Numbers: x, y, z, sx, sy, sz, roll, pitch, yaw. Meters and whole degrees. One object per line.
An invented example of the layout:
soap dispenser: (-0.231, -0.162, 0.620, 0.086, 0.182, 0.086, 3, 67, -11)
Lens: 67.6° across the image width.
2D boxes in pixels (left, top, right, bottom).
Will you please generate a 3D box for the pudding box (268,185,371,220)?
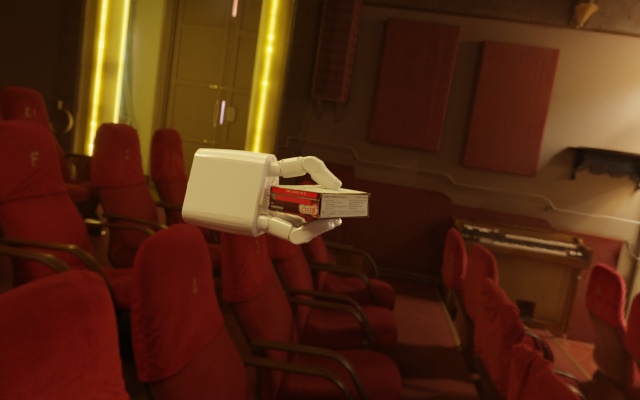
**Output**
pudding box: (0.000, 0.002, 0.645, 0.090, 0.039, 0.113, 10, 8, 39)
